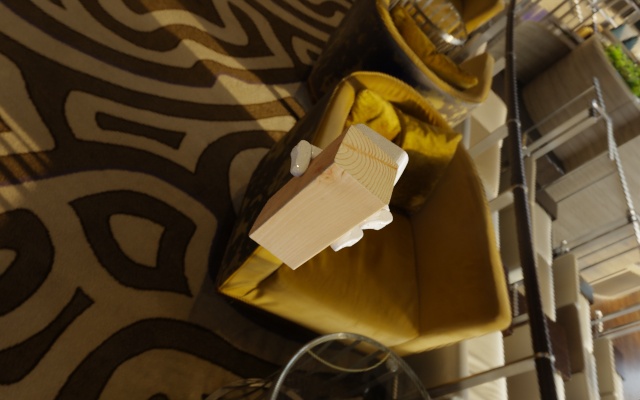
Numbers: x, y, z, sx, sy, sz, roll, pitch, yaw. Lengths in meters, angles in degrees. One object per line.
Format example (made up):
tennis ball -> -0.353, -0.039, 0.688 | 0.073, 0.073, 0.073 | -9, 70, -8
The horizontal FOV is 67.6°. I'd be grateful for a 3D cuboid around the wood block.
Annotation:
wood block -> 0.000, 0.002, 0.670 | 0.091, 0.090, 0.206 | 39, -48, -13
